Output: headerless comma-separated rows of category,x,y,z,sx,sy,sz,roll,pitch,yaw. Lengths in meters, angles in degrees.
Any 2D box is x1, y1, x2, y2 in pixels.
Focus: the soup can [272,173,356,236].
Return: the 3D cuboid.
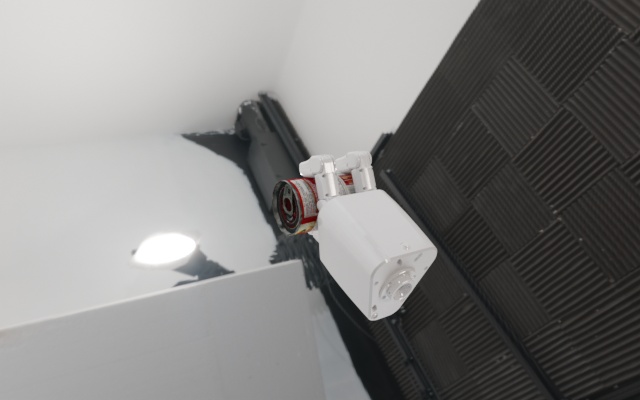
soup can,0.000,0.002,0.599,0.102,0.068,0.068,-10,5,-31
